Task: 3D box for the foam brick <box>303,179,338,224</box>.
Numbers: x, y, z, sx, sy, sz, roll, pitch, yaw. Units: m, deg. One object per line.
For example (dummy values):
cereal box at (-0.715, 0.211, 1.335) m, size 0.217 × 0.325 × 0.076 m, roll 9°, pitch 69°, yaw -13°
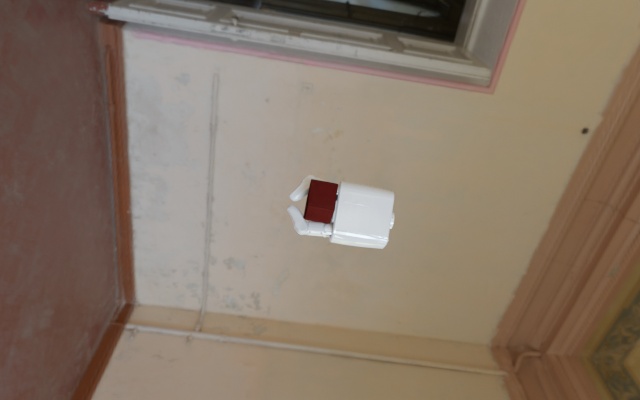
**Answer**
foam brick at (0.000, 0.003, 0.868) m, size 0.051 × 0.053 × 0.078 m, roll 11°, pitch -22°, yaw -2°
